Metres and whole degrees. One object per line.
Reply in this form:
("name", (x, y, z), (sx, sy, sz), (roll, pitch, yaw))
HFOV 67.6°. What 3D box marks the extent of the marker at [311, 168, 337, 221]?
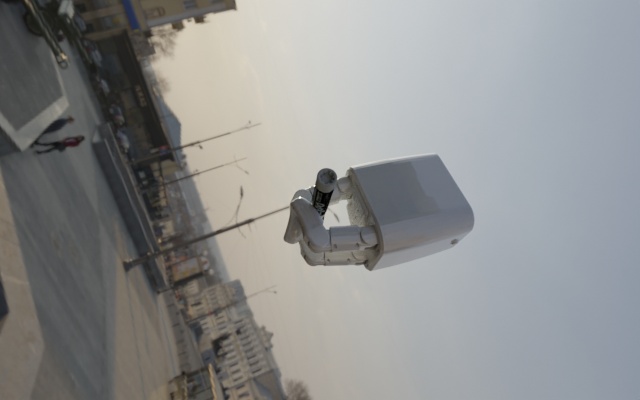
("marker", (0.000, 0.002, 0.484), (0.020, 0.020, 0.121), (0, -22, -6))
